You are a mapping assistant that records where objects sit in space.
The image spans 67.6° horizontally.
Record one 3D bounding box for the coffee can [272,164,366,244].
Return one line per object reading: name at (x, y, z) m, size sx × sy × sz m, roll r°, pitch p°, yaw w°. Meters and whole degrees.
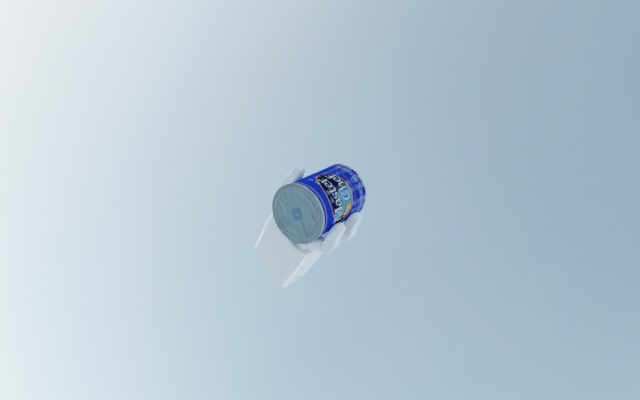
coffee can at (0.000, 0.003, 0.822) m, size 0.103 × 0.103 × 0.140 m, roll 0°, pitch 17°, yaw 36°
